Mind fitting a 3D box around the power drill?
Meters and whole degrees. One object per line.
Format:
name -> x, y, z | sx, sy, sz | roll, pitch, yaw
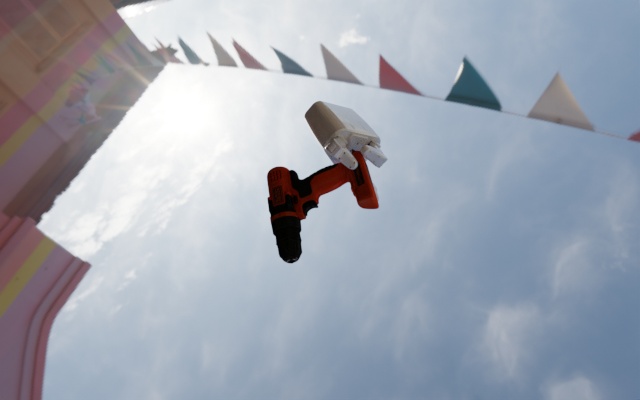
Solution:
power drill -> 0.001, 0.002, 0.818 | 0.187, 0.184, 0.057 | -17, -28, 10
